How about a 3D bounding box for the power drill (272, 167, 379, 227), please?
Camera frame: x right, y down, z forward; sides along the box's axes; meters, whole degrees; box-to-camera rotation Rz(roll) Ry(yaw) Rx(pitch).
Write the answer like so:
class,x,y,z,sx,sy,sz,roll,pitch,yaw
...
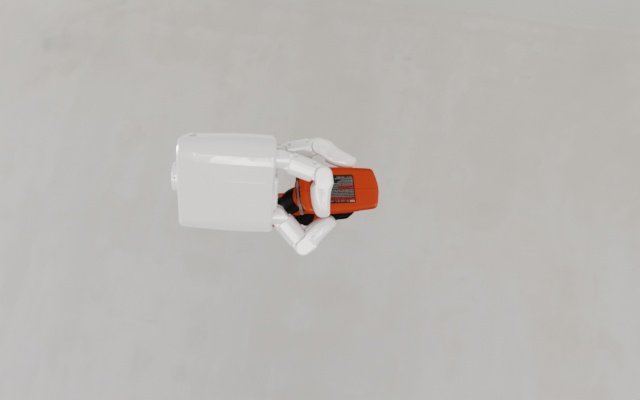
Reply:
class,x,y,z,sx,sy,sz,roll,pitch,yaw
power drill,0.000,0.002,0.659,0.184,0.057,0.188,-4,-9,-27
